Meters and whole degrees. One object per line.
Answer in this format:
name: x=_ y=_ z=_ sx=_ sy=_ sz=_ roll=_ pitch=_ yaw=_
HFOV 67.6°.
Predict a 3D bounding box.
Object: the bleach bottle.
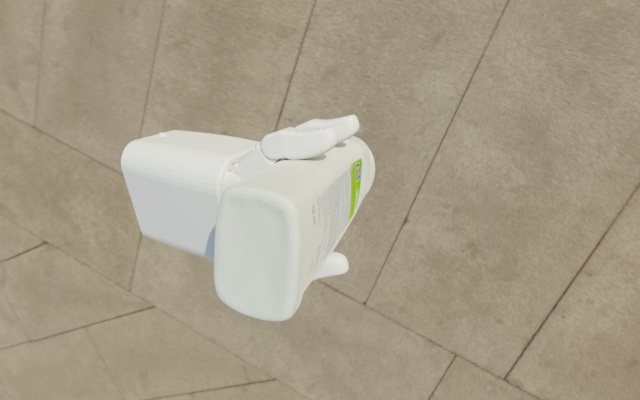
bleach bottle: x=0.000 y=0.001 z=0.432 sx=0.068 sy=0.103 sz=0.250 roll=13 pitch=21 yaw=18
